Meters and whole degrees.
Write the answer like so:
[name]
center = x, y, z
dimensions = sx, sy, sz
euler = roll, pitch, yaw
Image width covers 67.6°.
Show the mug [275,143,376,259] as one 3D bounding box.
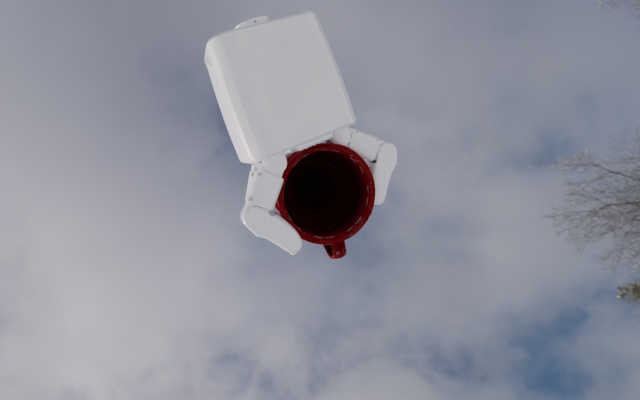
[mug]
center = 0.001, 0.003, 0.473
dimensions = 0.093, 0.117, 0.081
euler = -21, 11, -12
